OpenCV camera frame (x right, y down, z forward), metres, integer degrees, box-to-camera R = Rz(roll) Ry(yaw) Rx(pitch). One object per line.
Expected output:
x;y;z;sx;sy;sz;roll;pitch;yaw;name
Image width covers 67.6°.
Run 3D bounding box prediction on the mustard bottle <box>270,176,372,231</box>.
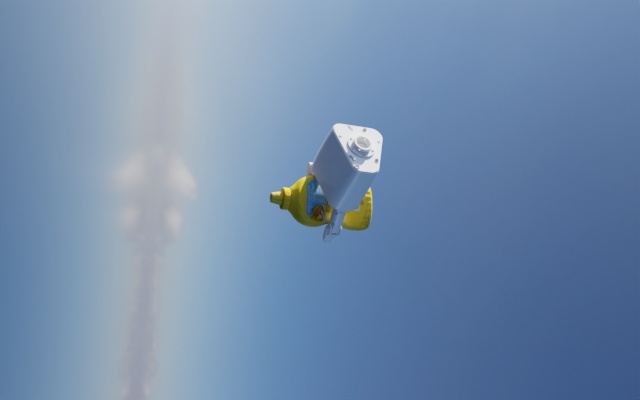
0.000;0.003;0.896;0.191;0.096;0.058;5;-12;-19;mustard bottle
